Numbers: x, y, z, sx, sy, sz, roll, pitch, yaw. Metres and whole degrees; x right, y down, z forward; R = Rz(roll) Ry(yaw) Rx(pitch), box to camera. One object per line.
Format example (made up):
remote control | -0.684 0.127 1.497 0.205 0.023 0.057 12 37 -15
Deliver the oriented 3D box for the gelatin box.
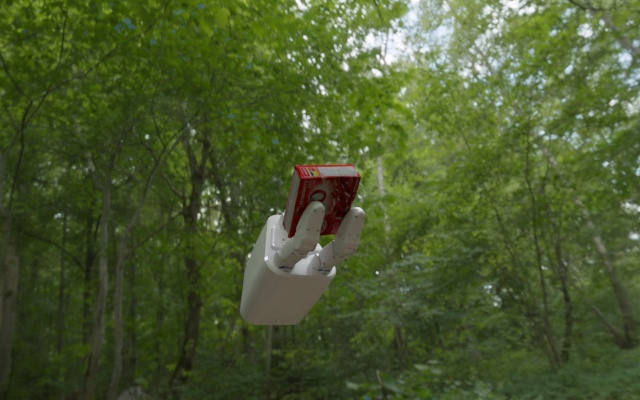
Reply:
gelatin box | 0.000 0.001 0.554 0.073 0.089 0.030 -2 38 -22
